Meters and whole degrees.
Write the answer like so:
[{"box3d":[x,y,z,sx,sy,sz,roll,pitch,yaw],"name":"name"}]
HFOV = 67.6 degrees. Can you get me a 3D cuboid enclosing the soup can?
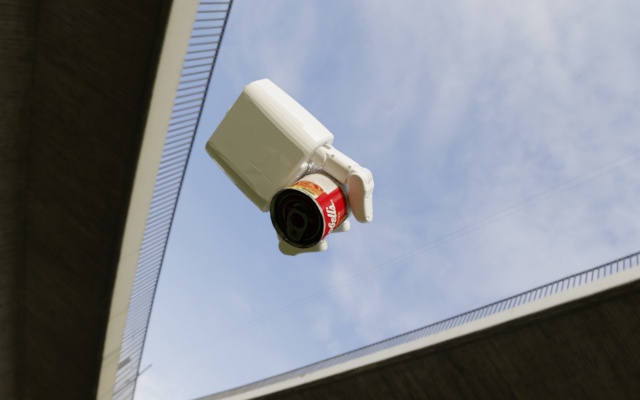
[{"box3d":[0.001,0.002,0.532,0.068,0.068,0.102,0,20,33],"name":"soup can"}]
